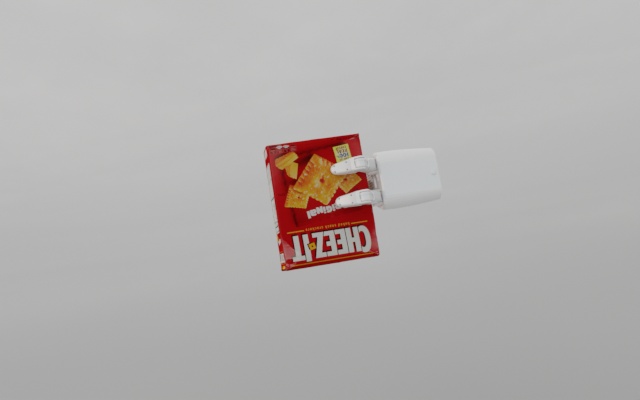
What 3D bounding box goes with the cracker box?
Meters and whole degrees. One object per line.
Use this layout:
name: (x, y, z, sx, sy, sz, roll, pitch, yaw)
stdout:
cracker box: (0.000, 0.003, 0.817, 0.164, 0.213, 0.072, -8, -7, -10)
